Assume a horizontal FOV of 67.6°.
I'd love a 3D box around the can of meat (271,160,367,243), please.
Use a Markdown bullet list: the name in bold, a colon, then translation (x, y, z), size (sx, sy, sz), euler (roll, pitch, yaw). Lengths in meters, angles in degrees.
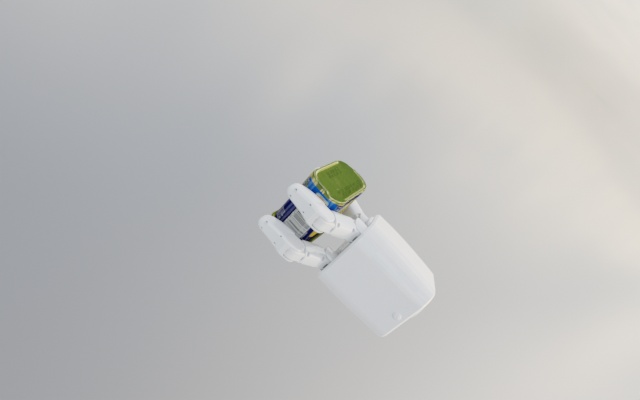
- **can of meat**: translation (0.000, 0.002, 0.577), size (0.084, 0.057, 0.102), euler (-46, -7, 29)
